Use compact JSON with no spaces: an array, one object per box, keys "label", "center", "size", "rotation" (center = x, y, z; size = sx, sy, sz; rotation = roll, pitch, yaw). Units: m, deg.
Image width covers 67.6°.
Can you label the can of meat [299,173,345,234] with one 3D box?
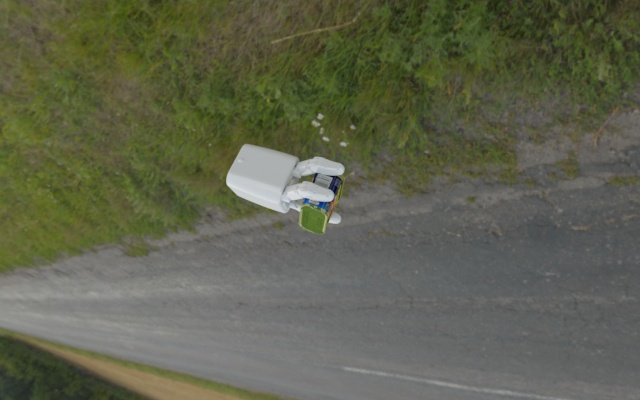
[{"label":"can of meat","center":[0.000,0.003,0.863],"size":[0.057,0.084,0.102],"rotation":[20,-28,6]}]
